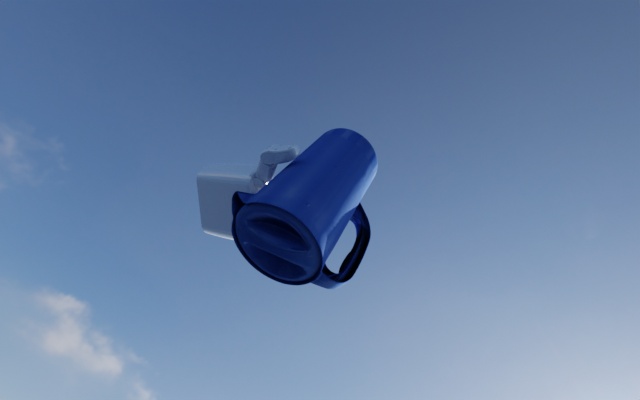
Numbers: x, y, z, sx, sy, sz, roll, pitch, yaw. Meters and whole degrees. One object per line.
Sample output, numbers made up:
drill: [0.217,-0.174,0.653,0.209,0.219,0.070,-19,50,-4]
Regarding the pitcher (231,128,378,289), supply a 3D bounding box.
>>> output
pitcher: [0.000,0.002,0.683,0.145,0.149,0.242,6,36,28]
